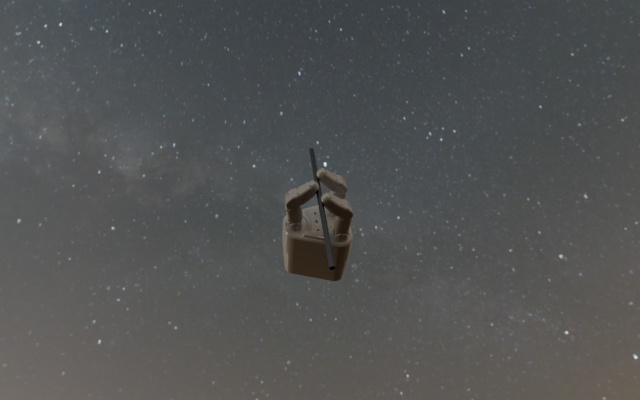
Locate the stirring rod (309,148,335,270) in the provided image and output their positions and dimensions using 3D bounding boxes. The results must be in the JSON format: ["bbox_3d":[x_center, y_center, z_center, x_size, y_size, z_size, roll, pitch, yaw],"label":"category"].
[{"bbox_3d":[0.000,0.002,0.704,0.011,0.239,0.011,-5,-44,-5],"label":"stirring rod"}]
